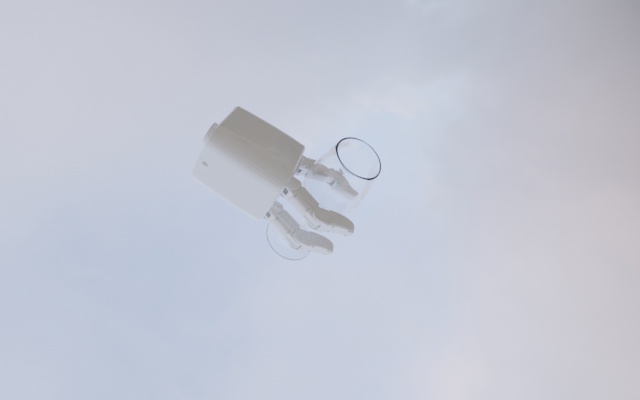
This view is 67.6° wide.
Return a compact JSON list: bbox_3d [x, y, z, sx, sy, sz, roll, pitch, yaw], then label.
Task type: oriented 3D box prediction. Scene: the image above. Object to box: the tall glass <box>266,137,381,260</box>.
[{"bbox_3d":[0.000,0.002,0.630,0.079,0.079,0.201,0,-32,-33],"label":"tall glass"}]
